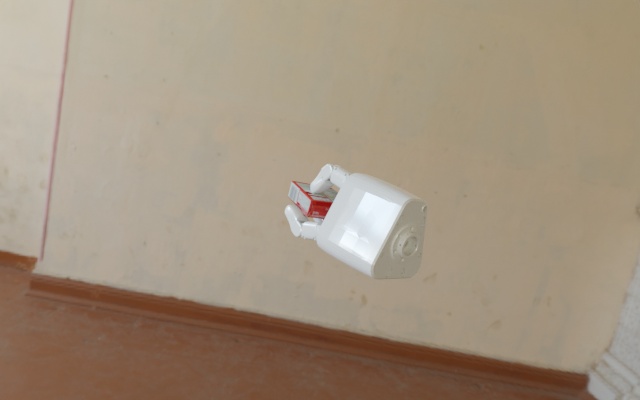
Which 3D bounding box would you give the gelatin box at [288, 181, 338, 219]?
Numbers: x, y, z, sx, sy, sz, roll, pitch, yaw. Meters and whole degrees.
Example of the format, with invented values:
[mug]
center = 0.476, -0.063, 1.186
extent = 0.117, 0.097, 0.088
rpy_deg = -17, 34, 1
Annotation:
[gelatin box]
center = 0.000, 0.002, 0.722
extent = 0.073, 0.030, 0.089
rpy_deg = 9, 17, -27
